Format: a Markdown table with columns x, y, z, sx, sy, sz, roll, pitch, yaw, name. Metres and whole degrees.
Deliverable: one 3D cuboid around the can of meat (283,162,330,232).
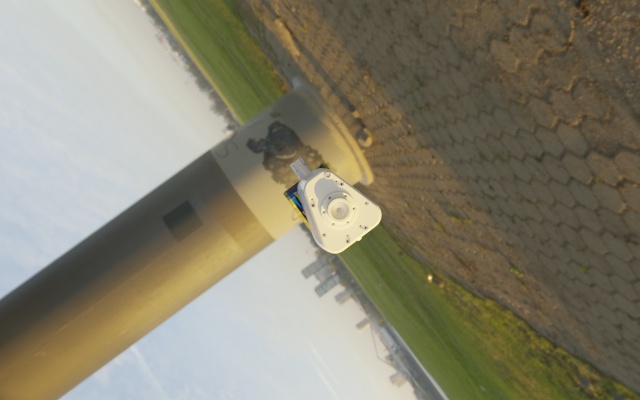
| x | y | z | sx | sy | sz | roll | pitch | yaw | name |
| --- | --- | --- | --- | --- | --- | --- | --- | --- | --- |
| 0.000 | 0.003 | 0.786 | 0.084 | 0.102 | 0.057 | -36 | 8 | -3 | can of meat |
